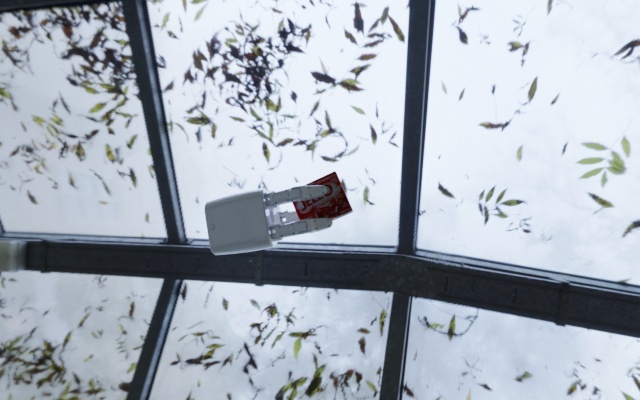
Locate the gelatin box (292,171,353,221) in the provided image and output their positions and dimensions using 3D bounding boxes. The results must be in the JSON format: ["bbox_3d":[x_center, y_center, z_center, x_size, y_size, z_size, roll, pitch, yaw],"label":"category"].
[{"bbox_3d":[0.001,0.003,0.801,0.089,0.073,0.030,-24,-9,4],"label":"gelatin box"}]
